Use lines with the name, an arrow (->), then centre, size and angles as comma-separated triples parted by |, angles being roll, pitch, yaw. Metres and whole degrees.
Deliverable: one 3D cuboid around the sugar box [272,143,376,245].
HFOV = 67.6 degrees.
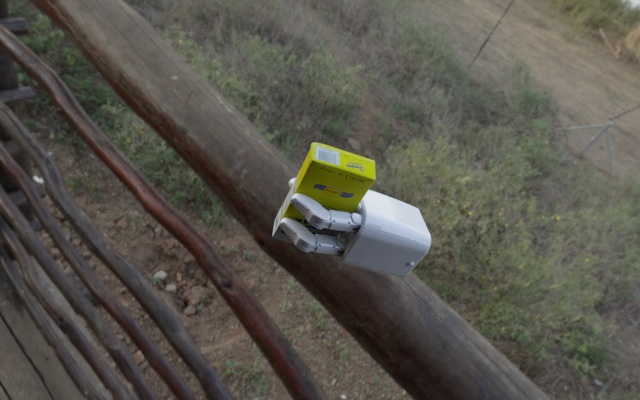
sugar box -> 0.000, 0.003, 0.689 | 0.093, 0.048, 0.176 | 17, -47, -12
